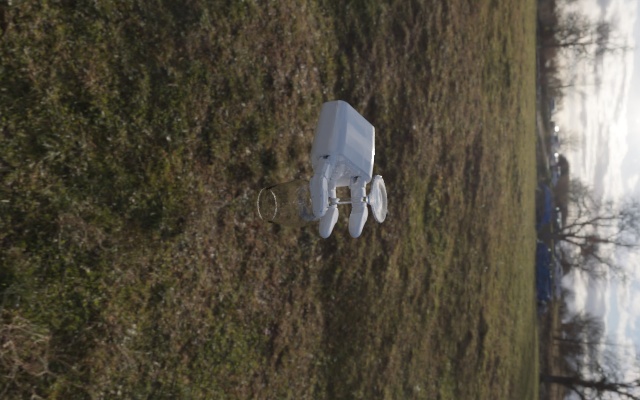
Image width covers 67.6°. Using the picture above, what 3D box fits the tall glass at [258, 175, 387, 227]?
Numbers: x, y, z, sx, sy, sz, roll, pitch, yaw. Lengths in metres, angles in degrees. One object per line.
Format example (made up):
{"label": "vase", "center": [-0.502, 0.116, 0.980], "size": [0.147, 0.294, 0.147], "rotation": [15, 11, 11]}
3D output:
{"label": "tall glass", "center": [0.001, 0.003, 0.770], "size": [0.201, 0.079, 0.079], "rotation": [-4, -2, 24]}
